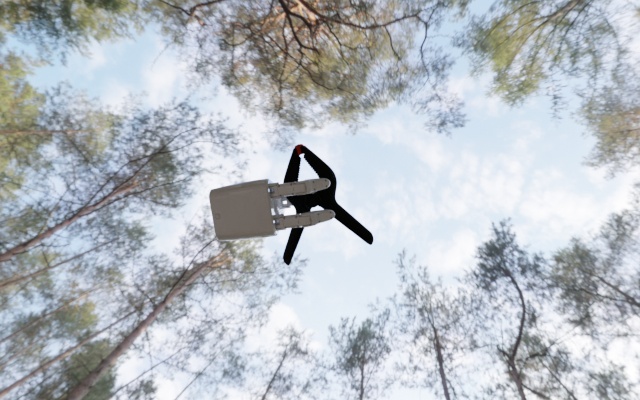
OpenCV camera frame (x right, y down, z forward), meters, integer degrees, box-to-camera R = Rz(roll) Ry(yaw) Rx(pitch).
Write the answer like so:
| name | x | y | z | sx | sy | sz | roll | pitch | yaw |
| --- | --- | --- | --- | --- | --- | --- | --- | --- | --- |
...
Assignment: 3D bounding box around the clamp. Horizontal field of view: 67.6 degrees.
| name | x | y | z | sx | sy | sz | roll | pitch | yaw |
| --- | --- | --- | --- | --- | --- | --- | --- | --- | --- |
| clamp | 0.000 | 0.002 | 0.833 | 0.164 | 0.210 | 0.036 | -8 | 7 | 5 |
